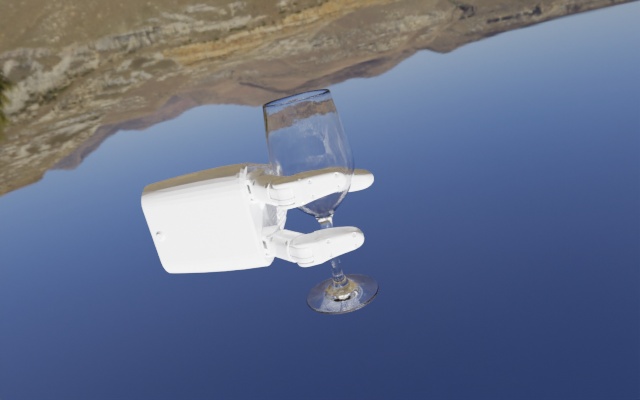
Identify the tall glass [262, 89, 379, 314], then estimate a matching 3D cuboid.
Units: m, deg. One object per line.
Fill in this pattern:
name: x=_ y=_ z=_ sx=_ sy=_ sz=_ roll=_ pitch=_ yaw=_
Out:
tall glass: x=0.000 y=0.002 z=0.451 sx=0.079 sy=0.201 sz=0.079 roll=-12 pitch=18 yaw=4
